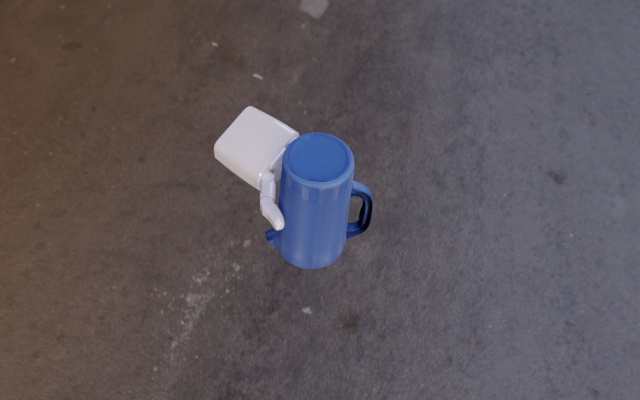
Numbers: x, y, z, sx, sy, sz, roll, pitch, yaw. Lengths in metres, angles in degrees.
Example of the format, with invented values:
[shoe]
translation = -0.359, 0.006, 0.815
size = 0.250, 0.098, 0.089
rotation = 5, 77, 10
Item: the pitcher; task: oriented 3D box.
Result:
[pitcher]
translation = 0.000, 0.003, 0.801
size = 0.145, 0.149, 0.243
rotation = 35, -30, 17
